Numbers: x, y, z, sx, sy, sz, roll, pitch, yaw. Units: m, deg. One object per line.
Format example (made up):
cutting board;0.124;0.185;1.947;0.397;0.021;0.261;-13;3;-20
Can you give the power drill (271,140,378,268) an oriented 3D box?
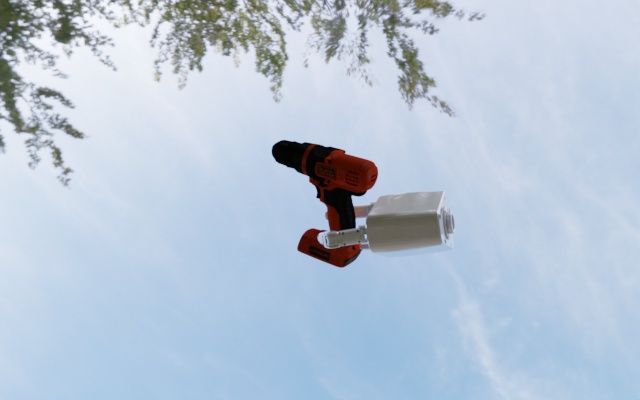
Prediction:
power drill;0.000;0.003;0.756;0.184;0.188;0.057;19;34;31
